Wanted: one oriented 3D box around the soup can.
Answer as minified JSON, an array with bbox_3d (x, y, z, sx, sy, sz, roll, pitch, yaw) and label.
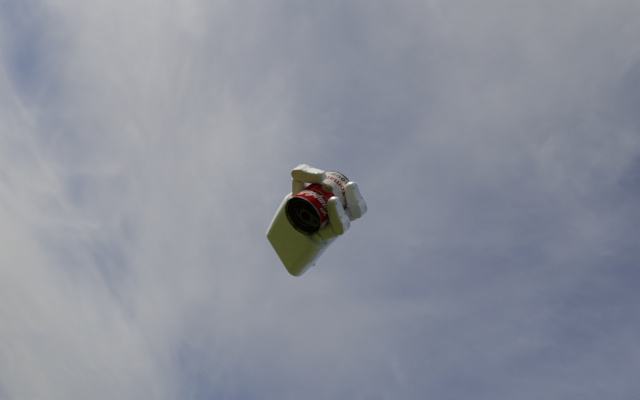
[{"bbox_3d":[0.000,0.002,0.770,0.068,0.068,0.102,0,26,38],"label":"soup can"}]
